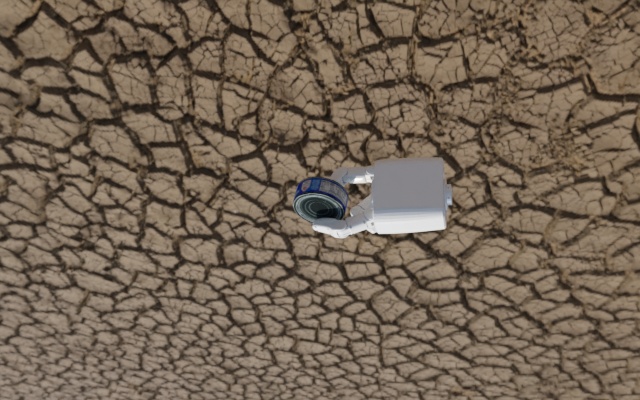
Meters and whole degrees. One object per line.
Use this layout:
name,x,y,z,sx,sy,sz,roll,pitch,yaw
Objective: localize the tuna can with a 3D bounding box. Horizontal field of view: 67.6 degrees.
tuna can,0.000,0.003,0.757,0.086,0.033,0.086,9,-37,7
